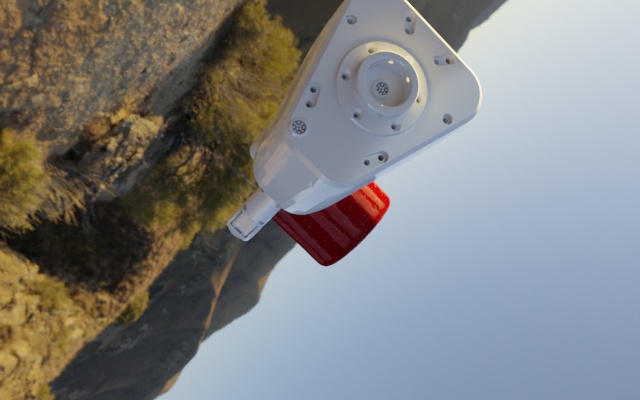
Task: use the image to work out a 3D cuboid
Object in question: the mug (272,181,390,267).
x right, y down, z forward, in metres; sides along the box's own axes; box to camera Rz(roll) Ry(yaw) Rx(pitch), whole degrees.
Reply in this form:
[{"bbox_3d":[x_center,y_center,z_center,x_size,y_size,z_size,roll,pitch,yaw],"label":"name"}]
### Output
[{"bbox_3d":[0.000,0.002,0.410,0.081,0.093,0.117,45,-14,-4],"label":"mug"}]
